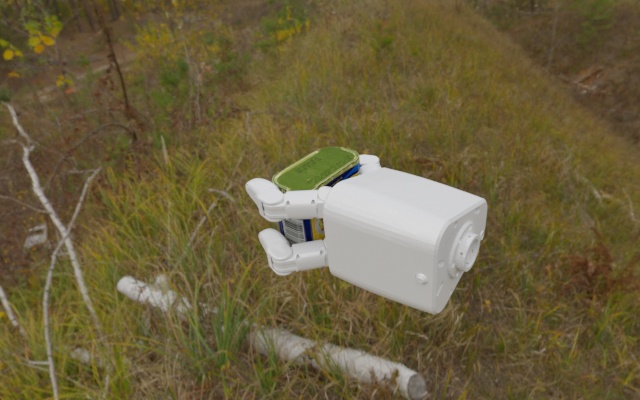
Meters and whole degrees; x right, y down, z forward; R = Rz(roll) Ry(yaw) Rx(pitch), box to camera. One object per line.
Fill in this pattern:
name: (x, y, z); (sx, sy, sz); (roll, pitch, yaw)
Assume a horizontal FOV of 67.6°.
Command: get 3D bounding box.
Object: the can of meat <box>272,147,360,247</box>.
can of meat: (0.000, 0.001, 0.491); (0.057, 0.084, 0.102); (21, 42, 35)
